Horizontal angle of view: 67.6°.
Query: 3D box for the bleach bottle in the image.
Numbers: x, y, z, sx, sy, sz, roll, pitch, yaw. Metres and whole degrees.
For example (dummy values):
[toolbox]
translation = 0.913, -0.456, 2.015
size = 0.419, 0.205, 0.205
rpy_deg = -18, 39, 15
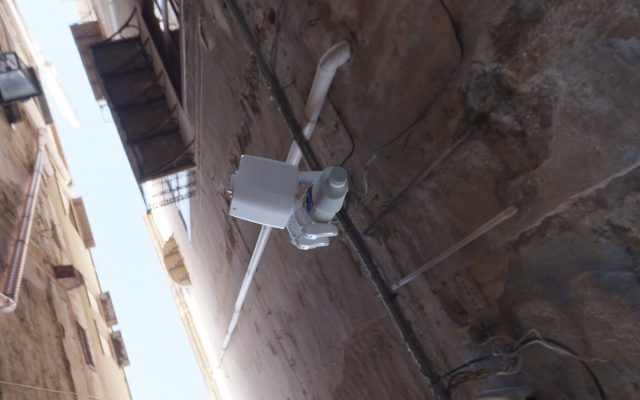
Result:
[bleach bottle]
translation = 0.000, 0.003, 0.868
size = 0.068, 0.102, 0.251
rpy_deg = 13, -27, -9
